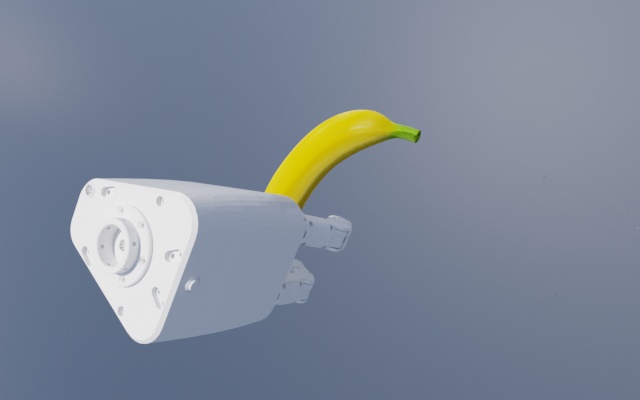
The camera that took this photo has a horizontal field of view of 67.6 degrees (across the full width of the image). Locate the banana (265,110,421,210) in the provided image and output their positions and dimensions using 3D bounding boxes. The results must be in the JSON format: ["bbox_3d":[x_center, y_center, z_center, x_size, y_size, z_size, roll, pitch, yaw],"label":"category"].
[{"bbox_3d":[-0.008,-0.015,0.422,0.198,0.069,0.037,-44,-21,18],"label":"banana"}]
